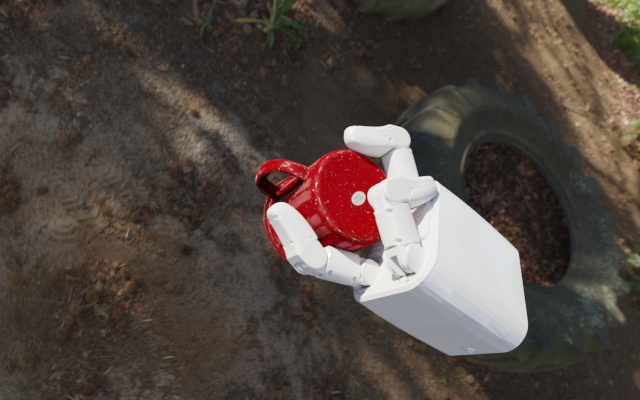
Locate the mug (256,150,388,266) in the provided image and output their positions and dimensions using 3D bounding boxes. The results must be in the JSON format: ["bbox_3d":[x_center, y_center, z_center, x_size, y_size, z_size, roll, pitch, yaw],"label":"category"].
[{"bbox_3d":[-0.001,0.000,0.406,0.117,0.093,0.081,34,-33,-17],"label":"mug"}]
